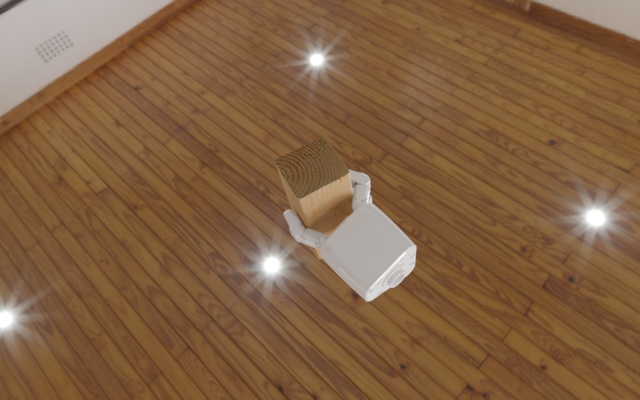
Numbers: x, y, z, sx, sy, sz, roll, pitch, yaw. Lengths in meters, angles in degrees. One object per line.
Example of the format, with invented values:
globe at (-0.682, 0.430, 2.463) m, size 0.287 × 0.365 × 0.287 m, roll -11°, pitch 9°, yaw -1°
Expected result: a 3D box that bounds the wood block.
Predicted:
wood block at (0.000, 0.003, 0.809) m, size 0.091 × 0.090 × 0.206 m, roll -28°, pitch -33°, yaw -9°
